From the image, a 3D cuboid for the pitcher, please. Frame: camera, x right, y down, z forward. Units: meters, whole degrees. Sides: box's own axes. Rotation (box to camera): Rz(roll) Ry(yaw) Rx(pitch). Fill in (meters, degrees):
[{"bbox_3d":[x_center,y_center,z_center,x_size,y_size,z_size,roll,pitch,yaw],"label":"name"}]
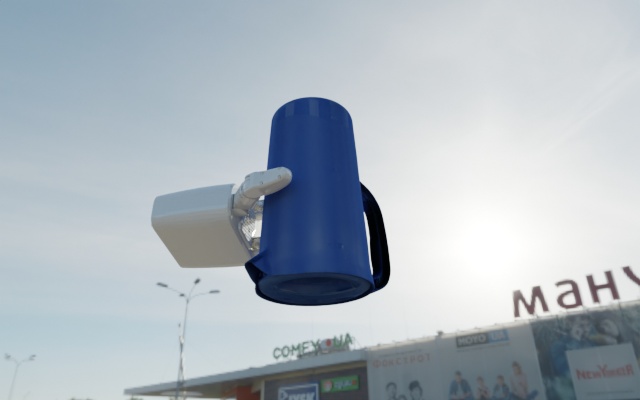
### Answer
[{"bbox_3d":[0.000,0.002,0.586,0.145,0.242,0.149,-8,-27,13],"label":"pitcher"}]
